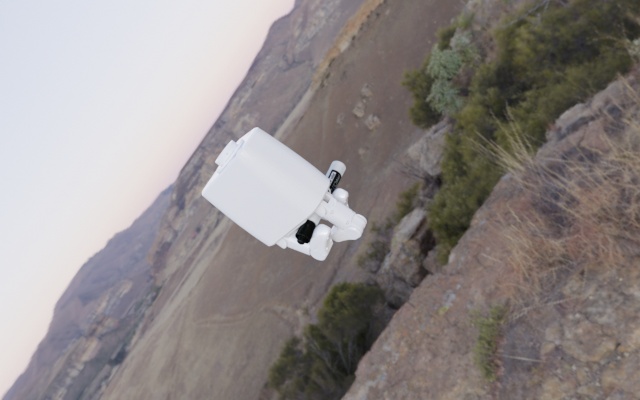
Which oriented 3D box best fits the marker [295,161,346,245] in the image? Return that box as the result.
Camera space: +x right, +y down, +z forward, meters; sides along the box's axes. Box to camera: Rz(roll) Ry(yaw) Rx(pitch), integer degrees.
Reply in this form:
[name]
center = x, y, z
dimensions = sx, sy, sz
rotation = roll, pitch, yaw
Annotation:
[marker]
center = 0.000, 0.002, 0.570
dimensions = 0.020, 0.121, 0.020
rotation = 19, -32, 13
